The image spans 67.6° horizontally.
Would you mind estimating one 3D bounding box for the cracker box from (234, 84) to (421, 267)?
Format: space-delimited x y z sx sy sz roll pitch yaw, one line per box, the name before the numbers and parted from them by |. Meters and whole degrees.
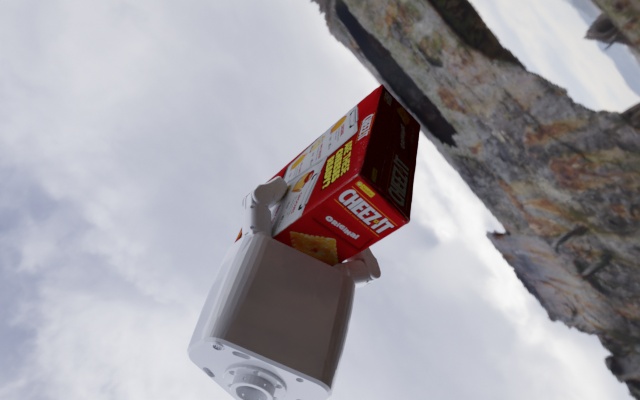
cracker box | 0.000 0.002 0.496 0.072 0.164 0.214 40 -52 -18
